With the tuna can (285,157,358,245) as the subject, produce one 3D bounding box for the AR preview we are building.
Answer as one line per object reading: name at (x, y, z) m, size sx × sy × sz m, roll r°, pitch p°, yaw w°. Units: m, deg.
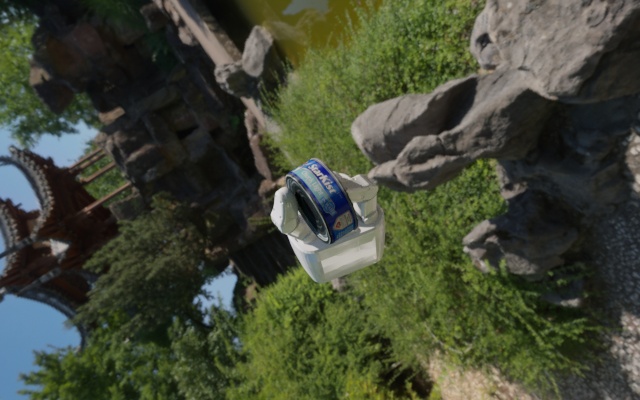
tuna can at (0.000, 0.002, 0.486) m, size 0.033 × 0.086 × 0.086 m, roll -32°, pitch 8°, yaw -14°
